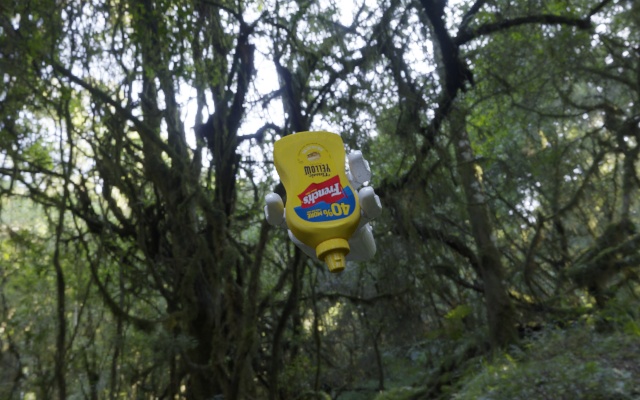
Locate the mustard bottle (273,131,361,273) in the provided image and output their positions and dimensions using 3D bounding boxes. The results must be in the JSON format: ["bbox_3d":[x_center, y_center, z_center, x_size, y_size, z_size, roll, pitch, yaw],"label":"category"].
[{"bbox_3d":[0.000,0.002,0.613,0.096,0.191,0.058,-7,-28,-13],"label":"mustard bottle"}]
